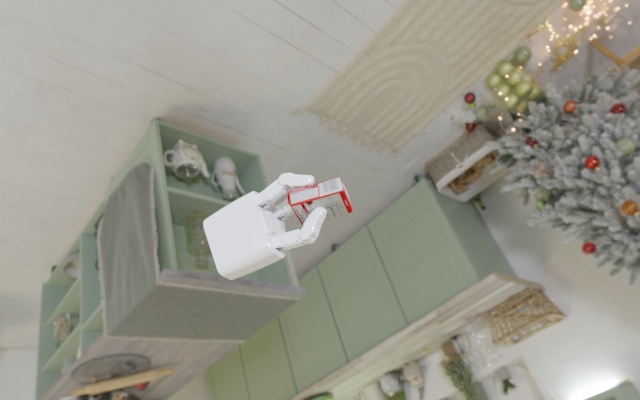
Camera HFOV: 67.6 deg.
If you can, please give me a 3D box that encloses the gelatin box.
[{"bbox_3d":[0.001,0.003,0.758,0.089,0.030,0.073,-16,-32,8],"label":"gelatin box"}]
